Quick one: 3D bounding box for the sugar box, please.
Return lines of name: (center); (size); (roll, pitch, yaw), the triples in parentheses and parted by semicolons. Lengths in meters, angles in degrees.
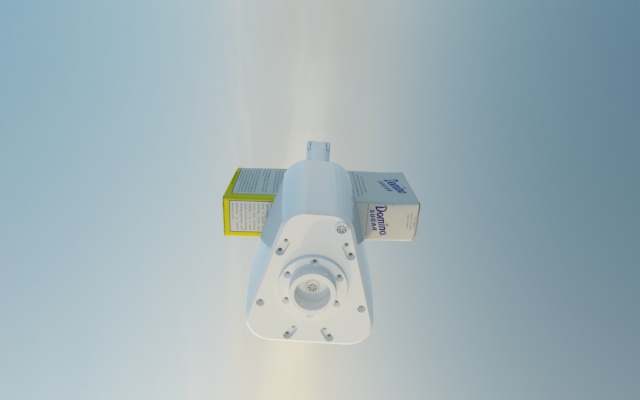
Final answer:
sugar box: (0.000, 0.002, 0.467); (0.176, 0.048, 0.093); (4, 22, -2)
